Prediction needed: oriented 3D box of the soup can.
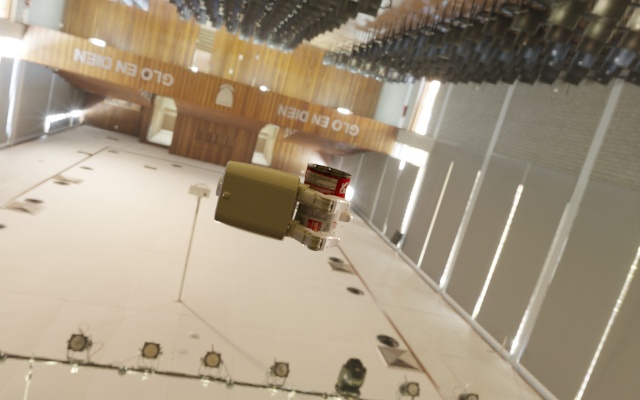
[{"bbox_3d":[0.001,0.003,0.713,0.068,0.102,0.068,15,10,-3],"label":"soup can"}]
